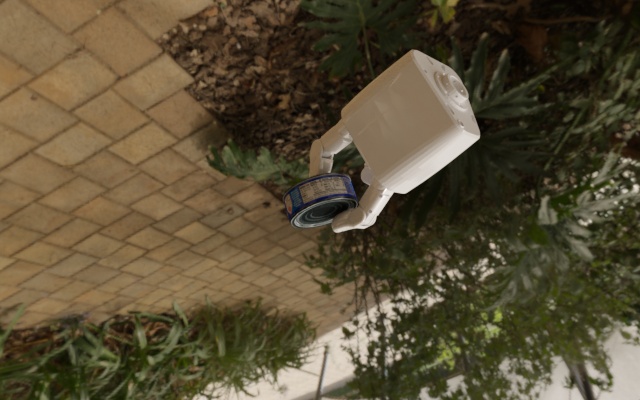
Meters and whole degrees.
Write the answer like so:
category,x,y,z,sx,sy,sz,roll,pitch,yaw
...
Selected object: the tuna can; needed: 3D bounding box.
category,x,y,z,sx,sy,sz,roll,pitch,yaw
tuna can,0.000,0.002,0.569,0.086,0.033,0.086,-15,-21,-6
